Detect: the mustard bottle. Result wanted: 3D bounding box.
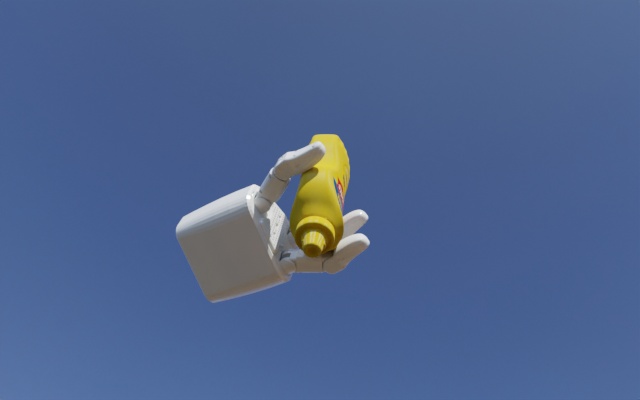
[{"bbox_3d":[0.000,0.002,0.545,0.058,0.096,0.191,1,30,6],"label":"mustard bottle"}]
